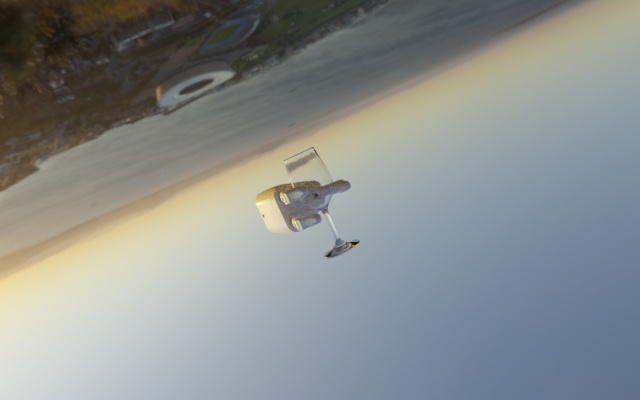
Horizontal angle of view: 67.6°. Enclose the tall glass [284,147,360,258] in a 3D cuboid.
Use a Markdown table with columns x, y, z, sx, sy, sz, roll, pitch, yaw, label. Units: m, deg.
| x | y | z | sx | sy | sz | roll | pitch | yaw | label |
| --- | --- | --- | --- | --- | --- | --- | --- | --- | --- |
| 0.001 | 0.004 | 0.899 | 0.079 | 0.201 | 0.079 | -24 | 8 | 3 | tall glass |
